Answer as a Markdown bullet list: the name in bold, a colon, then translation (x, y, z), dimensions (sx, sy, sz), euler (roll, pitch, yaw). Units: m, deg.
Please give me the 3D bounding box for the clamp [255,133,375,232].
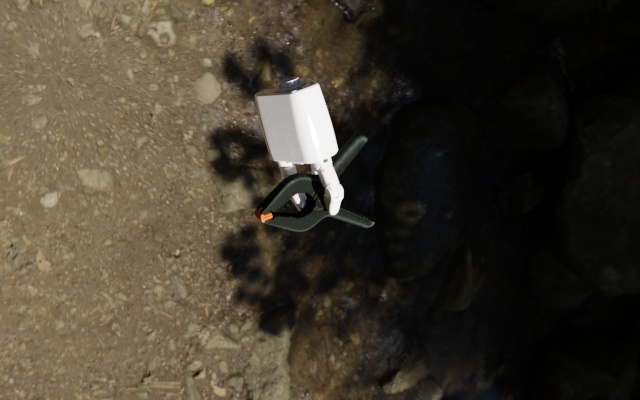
- **clamp**: translation (0.000, 0.003, 0.760), dimensions (0.210, 0.165, 0.036), euler (-25, 26, -21)
